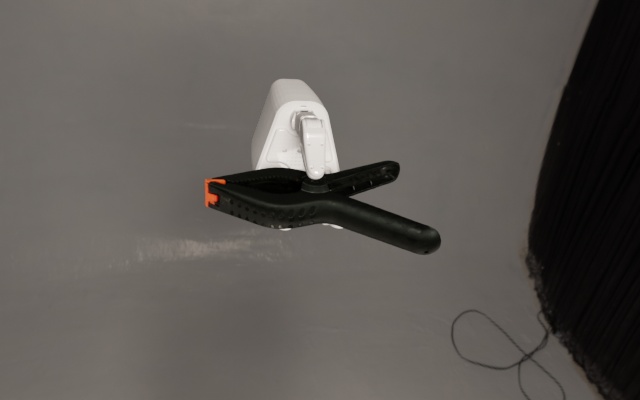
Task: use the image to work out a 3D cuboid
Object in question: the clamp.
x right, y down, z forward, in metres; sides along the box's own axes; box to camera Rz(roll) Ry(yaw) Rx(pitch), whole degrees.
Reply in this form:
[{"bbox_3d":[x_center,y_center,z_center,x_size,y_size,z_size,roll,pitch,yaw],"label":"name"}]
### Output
[{"bbox_3d":[0.000,0.001,0.445,0.210,0.036,0.164,-1,26,-12],"label":"clamp"}]
